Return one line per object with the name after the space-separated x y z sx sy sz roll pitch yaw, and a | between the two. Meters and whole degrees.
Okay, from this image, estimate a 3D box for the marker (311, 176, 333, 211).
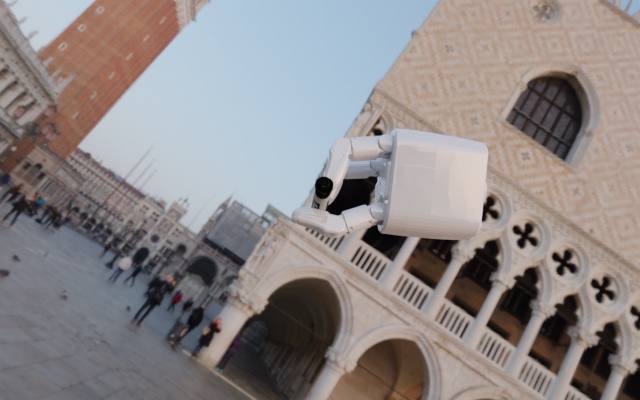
0.000 0.002 0.527 0.020 0.020 0.121 0 -18 -5 | marker
